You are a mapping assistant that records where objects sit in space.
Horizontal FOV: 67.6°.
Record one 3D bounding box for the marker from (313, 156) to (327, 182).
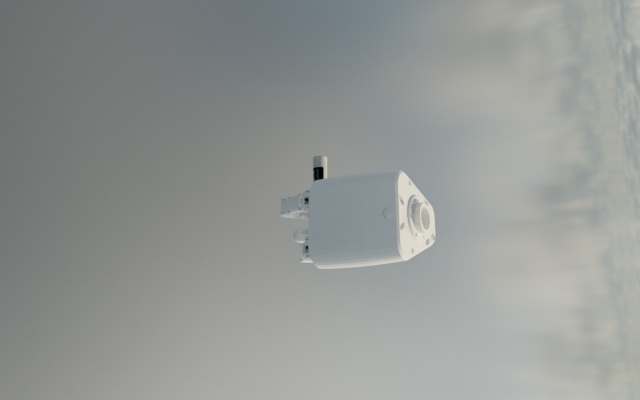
[{"bbox_3d":[0.000,0.002,0.621,0.020,0.121,0.020,-1,-11,0],"label":"marker"}]
